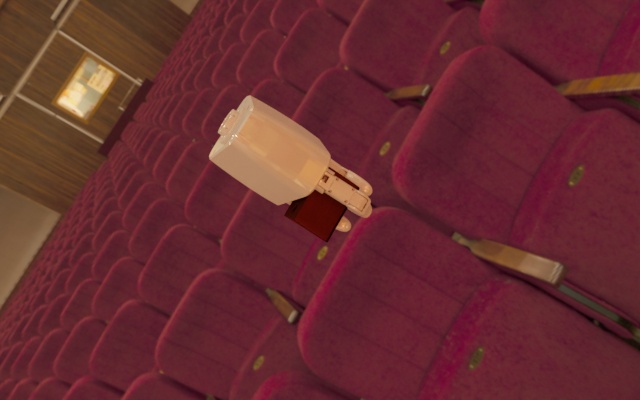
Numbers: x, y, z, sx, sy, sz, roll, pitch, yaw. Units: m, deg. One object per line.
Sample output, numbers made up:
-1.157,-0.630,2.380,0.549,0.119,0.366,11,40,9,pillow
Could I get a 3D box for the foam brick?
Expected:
0.000,0.002,0.583,0.051,0.078,0.053,32,-5,-19,foam brick
